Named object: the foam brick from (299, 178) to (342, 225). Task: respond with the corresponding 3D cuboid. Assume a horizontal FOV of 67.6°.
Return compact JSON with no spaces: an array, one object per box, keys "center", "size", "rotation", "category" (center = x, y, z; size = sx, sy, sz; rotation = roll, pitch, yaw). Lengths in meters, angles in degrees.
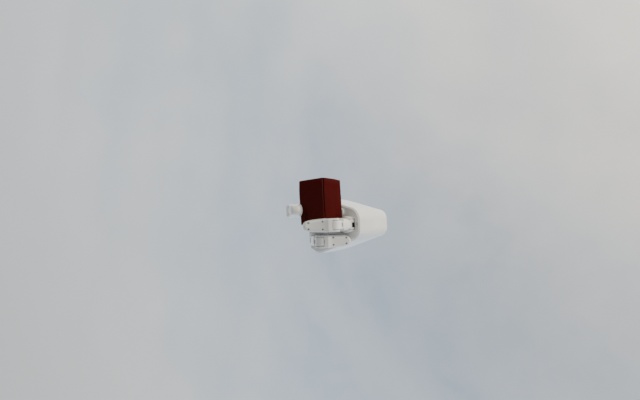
[{"center":[0.000,0.002,0.815],"size":[0.053,0.078,0.051],"rotation":[-4,-3,37],"category":"foam brick"}]
